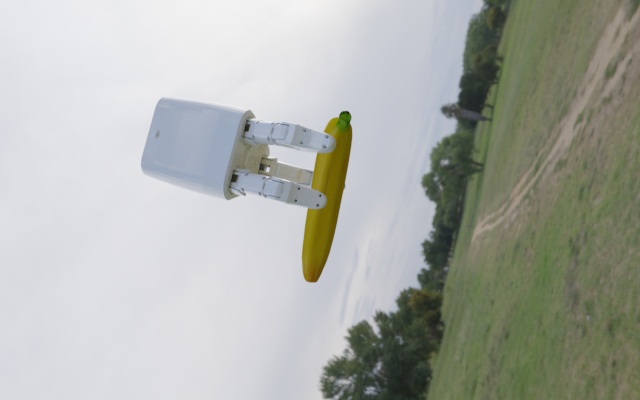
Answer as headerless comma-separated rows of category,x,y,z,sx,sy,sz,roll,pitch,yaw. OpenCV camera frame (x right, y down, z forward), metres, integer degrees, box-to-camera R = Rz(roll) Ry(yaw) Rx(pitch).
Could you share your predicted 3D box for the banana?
banana,0.005,-0.008,0.524,0.037,0.198,0.069,13,22,9
